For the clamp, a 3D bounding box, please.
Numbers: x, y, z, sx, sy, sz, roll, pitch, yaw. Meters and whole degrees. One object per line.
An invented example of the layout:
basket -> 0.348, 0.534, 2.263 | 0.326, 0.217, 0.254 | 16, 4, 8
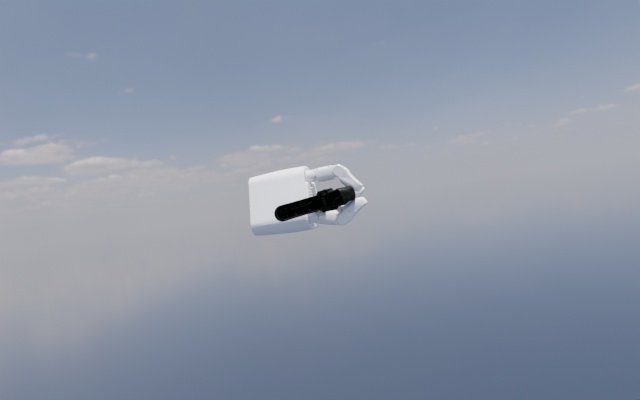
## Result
clamp -> 0.000, 0.002, 0.764 | 0.120, 0.039, 0.171 | -10, 0, 13
